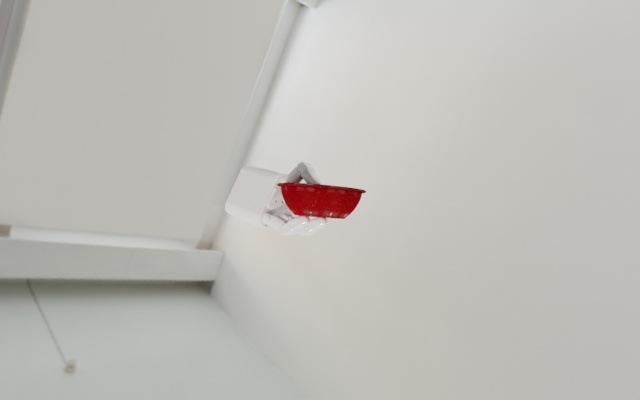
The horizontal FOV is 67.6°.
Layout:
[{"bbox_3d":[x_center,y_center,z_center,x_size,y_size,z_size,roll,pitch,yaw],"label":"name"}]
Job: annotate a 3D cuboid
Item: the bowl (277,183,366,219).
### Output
[{"bbox_3d":[0.001,0.003,0.859,0.162,0.055,0.162,4,-2,0],"label":"bowl"}]
